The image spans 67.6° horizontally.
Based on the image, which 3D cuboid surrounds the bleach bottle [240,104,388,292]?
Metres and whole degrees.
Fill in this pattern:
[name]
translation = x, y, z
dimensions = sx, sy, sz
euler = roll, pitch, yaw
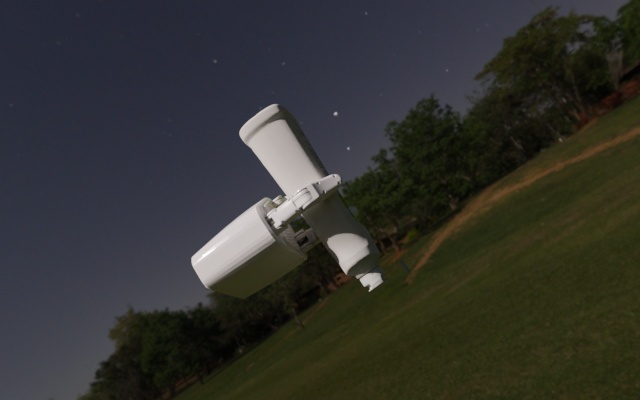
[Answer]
[bleach bottle]
translation = 0.000, 0.002, 0.602
dimensions = 0.068, 0.251, 0.102
euler = -36, -11, 9
